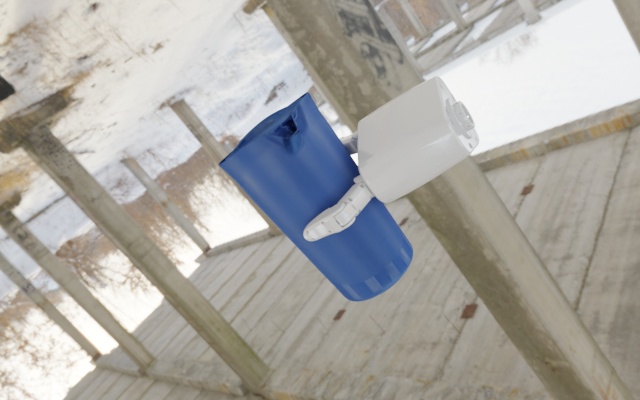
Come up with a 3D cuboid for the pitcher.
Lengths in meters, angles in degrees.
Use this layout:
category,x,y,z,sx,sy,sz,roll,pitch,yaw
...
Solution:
category,x,y,z,sx,sy,sz,roll,pitch,yaw
pitcher,0.000,0.002,0.588,0.145,0.243,0.149,-31,16,29
